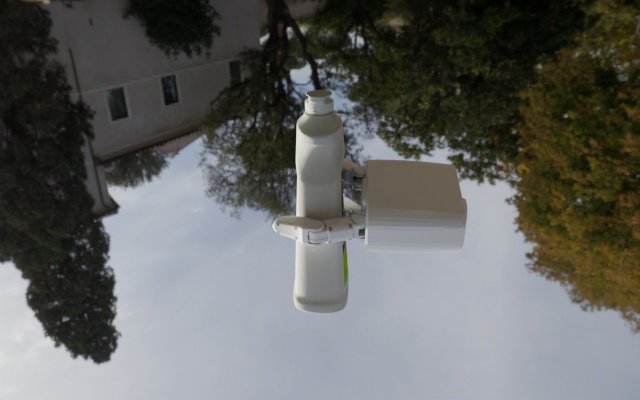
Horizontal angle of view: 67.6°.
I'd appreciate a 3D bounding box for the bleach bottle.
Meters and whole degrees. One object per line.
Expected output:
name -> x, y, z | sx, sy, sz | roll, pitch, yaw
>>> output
bleach bottle -> 0.000, 0.002, 0.555 | 0.068, 0.251, 0.102 | 1, 27, 4
